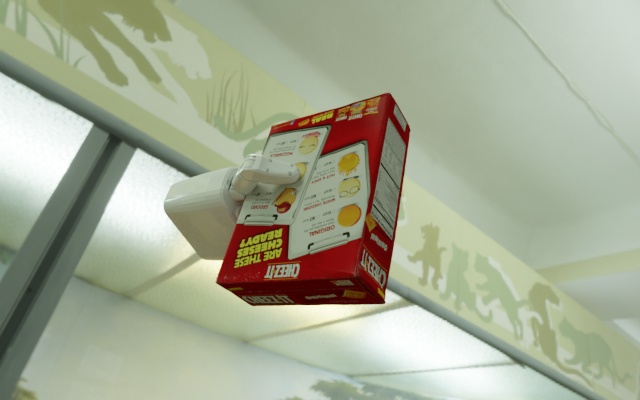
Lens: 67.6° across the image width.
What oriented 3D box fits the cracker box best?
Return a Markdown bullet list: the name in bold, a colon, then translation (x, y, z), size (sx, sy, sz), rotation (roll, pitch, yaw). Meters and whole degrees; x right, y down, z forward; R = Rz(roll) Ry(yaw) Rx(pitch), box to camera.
- **cracker box**: translation (0.000, 0.001, 0.507), size (0.164, 0.213, 0.072), rotation (-9, -38, 33)
